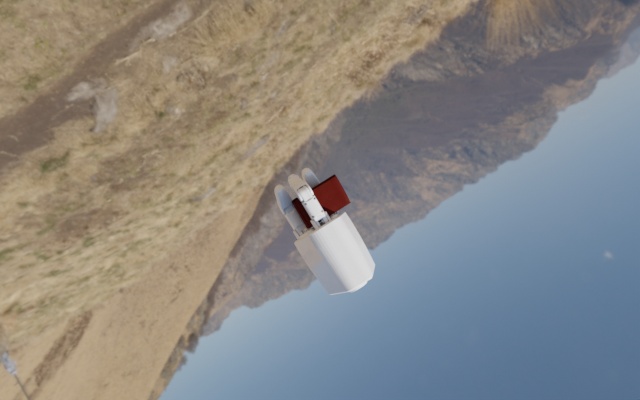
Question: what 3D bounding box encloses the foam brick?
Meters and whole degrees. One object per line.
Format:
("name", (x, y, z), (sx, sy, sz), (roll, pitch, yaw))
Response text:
("foam brick", (0.000, 0.002, 0.756), (0.078, 0.051, 0.053), (-32, 0, -7))
